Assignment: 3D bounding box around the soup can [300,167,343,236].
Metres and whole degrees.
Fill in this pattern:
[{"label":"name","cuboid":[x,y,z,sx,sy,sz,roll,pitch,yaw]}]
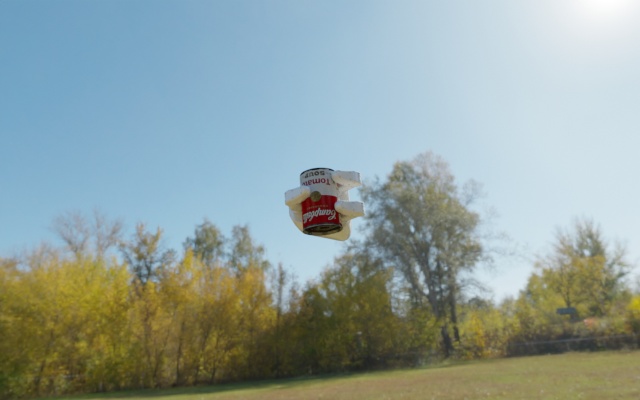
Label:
[{"label":"soup can","cuboid":[0.000,0.002,0.816,0.068,0.102,0.068,-4,-19,-1]}]
